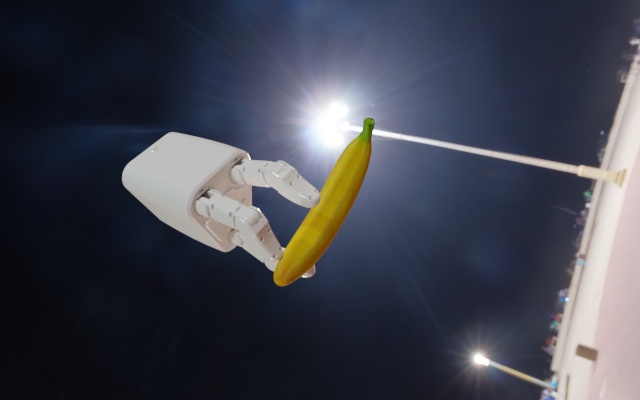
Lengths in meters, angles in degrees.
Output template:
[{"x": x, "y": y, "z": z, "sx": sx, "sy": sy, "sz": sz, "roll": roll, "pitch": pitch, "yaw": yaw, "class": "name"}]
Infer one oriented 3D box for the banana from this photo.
[{"x": 0.007, "y": 0.006, "z": 0.510, "sx": 0.037, "sy": 0.197, "sz": 0.070, "roll": 21, "pitch": -15, "yaw": 24, "class": "banana"}]
